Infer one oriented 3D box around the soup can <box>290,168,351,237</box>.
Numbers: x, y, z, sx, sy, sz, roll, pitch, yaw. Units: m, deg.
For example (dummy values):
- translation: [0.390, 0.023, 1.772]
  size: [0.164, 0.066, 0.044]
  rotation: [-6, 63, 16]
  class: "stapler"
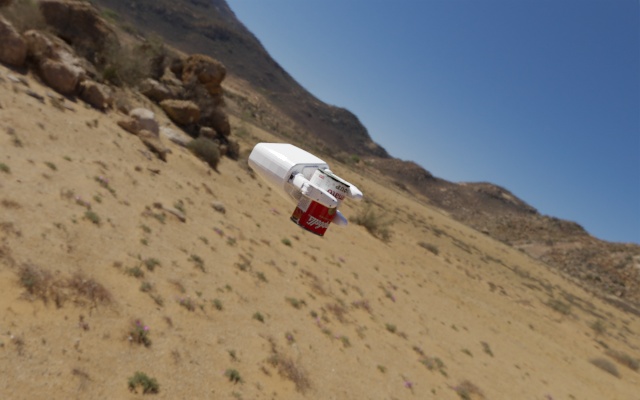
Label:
- translation: [0.001, 0.003, 0.836]
  size: [0.068, 0.102, 0.068]
  rotation: [29, 6, -3]
  class: "soup can"
